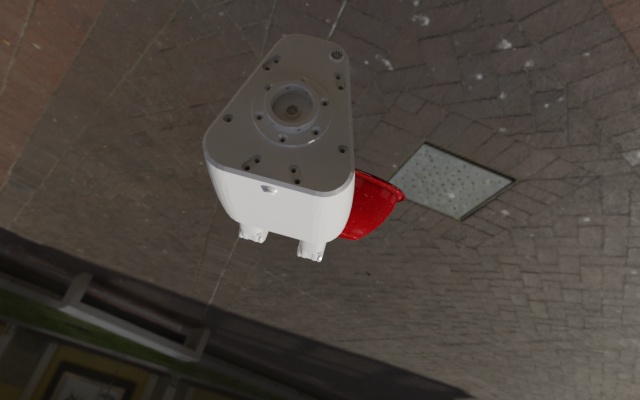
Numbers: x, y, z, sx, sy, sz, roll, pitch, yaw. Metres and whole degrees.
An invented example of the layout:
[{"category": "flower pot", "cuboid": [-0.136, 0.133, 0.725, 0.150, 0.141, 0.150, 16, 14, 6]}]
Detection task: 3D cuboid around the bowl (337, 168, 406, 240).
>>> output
[{"category": "bowl", "cuboid": [0.000, 0.002, 0.481, 0.162, 0.055, 0.162, 15, -7, 2]}]
